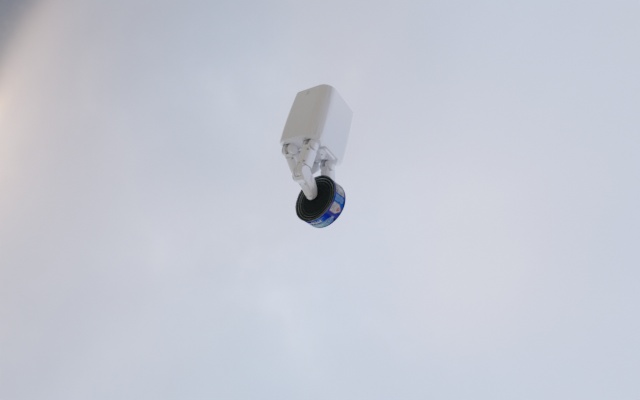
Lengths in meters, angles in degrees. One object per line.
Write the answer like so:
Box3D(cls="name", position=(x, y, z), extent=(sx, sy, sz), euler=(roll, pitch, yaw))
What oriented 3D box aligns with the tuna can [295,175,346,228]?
Box3D(cls="tuna can", position=(0.000, 0.003, 0.801), extent=(0.086, 0.086, 0.034), euler=(0, -26, 45))
